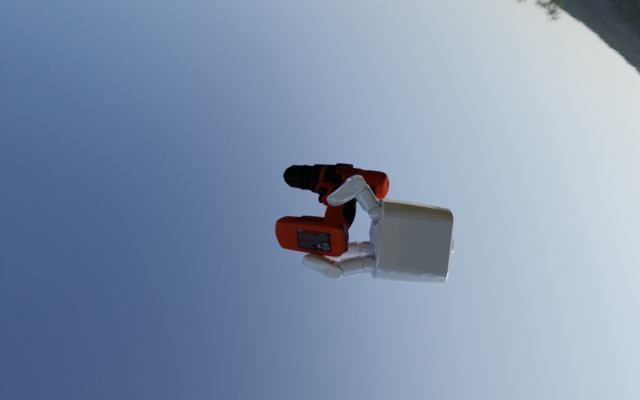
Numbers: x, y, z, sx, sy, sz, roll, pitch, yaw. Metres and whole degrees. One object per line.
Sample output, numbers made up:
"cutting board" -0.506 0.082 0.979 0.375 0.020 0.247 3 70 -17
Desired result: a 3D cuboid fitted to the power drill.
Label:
"power drill" 0.000 0.003 0.747 0.184 0.057 0.187 5 37 21
